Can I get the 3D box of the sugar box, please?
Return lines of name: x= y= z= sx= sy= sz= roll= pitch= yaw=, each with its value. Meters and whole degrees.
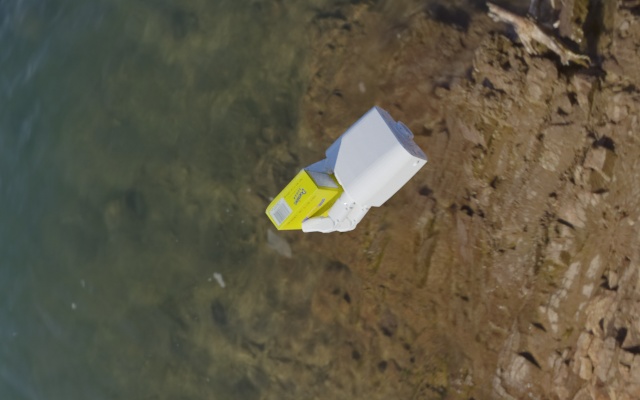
sugar box: x=0.000 y=0.003 z=0.761 sx=0.093 sy=0.048 sz=0.176 roll=-45 pitch=-24 yaw=21
